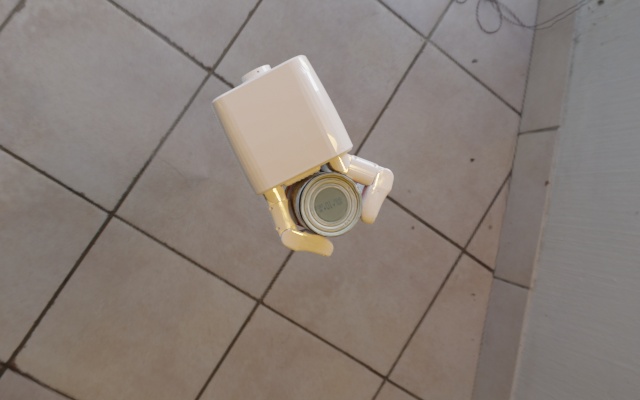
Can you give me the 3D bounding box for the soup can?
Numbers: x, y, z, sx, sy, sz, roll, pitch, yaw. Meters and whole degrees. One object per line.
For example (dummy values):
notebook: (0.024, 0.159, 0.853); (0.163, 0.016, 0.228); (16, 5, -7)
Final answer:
soup can: (0.000, 0.002, 0.524); (0.068, 0.068, 0.102); (0, 3, -13)
